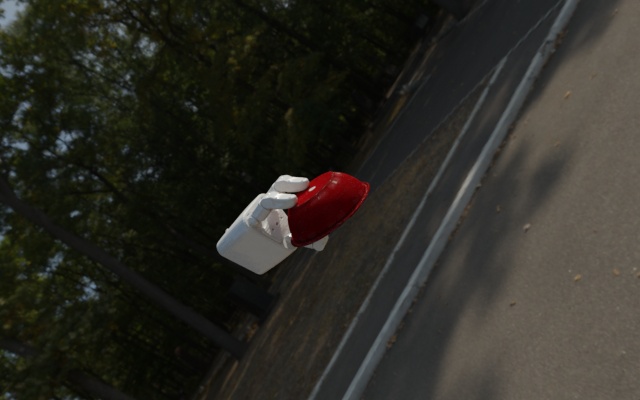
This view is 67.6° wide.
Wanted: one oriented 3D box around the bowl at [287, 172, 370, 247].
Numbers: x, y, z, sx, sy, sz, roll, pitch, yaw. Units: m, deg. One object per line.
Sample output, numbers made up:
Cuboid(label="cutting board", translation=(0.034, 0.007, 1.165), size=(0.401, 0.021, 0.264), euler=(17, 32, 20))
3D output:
Cuboid(label="bowl", translation=(0.001, 0.002, 0.781), size=(0.162, 0.055, 0.162), euler=(-35, 16, 11))
